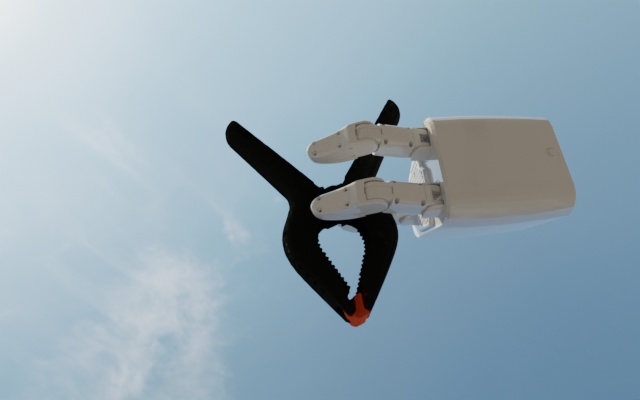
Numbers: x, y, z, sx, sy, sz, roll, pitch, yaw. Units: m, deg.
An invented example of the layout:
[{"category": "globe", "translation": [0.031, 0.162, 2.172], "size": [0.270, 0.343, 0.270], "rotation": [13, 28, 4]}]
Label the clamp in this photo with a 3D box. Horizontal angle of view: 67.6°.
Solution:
[{"category": "clamp", "translation": [0.000, 0.002, 0.407], "size": [0.164, 0.209, 0.036], "rotation": [-4, -29, -2]}]
